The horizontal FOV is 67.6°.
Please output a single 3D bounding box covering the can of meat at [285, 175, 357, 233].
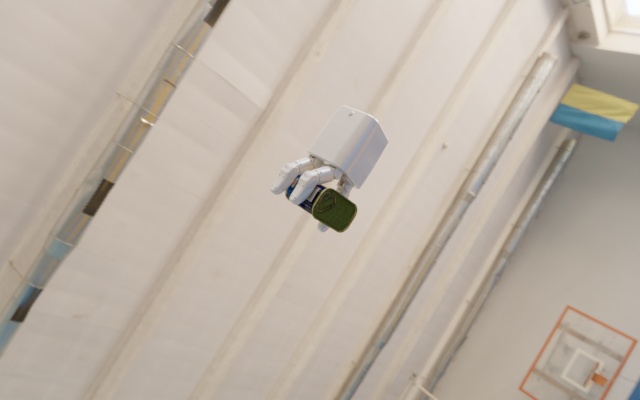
[{"bbox_3d":[0.000,0.003,0.821,0.084,0.057,0.102,31,-1,44],"label":"can of meat"}]
